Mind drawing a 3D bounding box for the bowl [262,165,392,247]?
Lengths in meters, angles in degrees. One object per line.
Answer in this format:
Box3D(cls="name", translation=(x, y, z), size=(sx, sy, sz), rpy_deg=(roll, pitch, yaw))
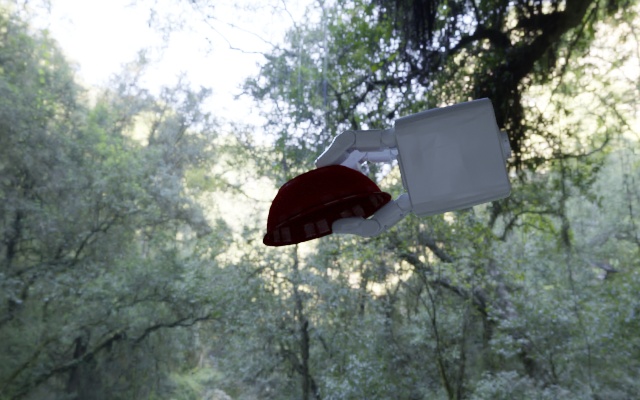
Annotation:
Box3D(cls="bowl", translation=(-0.001, 0.002, 0.573), size=(0.162, 0.055, 0.162), rpy_deg=(-19, -15, -5))
